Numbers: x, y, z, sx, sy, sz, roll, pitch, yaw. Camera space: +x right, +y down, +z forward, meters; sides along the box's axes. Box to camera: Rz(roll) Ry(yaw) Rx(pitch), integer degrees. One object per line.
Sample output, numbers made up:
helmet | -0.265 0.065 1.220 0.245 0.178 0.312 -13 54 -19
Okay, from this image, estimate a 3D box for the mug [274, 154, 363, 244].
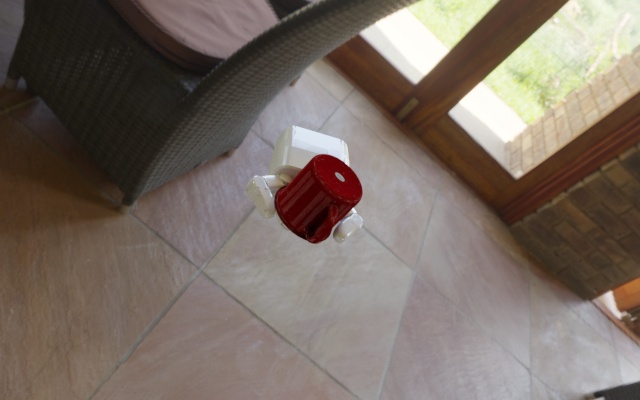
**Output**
mug | 0.000 0.003 0.610 0.093 0.117 0.081 27 -52 -23
